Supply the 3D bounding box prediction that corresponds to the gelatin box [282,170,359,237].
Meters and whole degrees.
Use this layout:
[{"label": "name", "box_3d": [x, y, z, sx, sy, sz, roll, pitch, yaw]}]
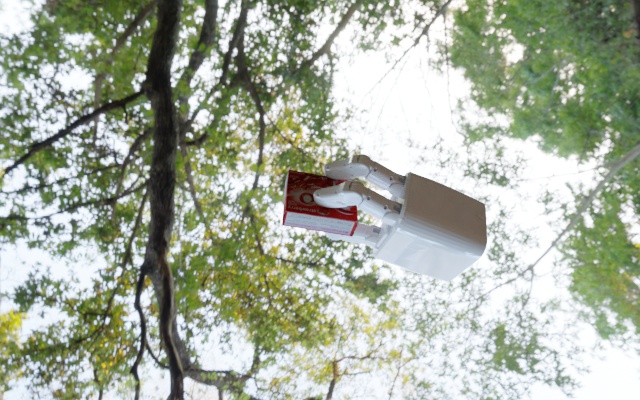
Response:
[{"label": "gelatin box", "box_3d": [0.000, 0.002, 0.582, 0.089, 0.073, 0.030, 9, -46, -8]}]
